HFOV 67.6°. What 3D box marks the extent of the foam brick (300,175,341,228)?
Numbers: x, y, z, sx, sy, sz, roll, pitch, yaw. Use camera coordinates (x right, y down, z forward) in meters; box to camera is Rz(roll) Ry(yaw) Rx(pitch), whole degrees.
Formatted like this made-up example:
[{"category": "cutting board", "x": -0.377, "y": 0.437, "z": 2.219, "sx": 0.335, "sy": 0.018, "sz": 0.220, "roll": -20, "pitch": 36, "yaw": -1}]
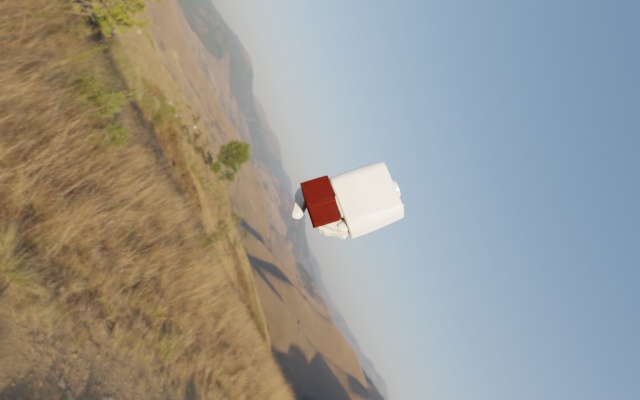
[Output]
[{"category": "foam brick", "x": 0.000, "y": 0.003, "z": 0.828, "sx": 0.051, "sy": 0.053, "sz": 0.078, "roll": -16, "pitch": -32, "yaw": 0}]
